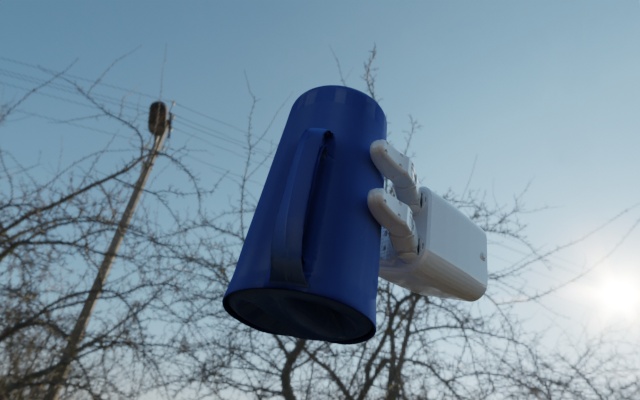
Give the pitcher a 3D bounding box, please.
[{"bbox_3d":[0.000,0.002,0.458,0.145,0.242,0.149,29,-36,-27],"label":"pitcher"}]
